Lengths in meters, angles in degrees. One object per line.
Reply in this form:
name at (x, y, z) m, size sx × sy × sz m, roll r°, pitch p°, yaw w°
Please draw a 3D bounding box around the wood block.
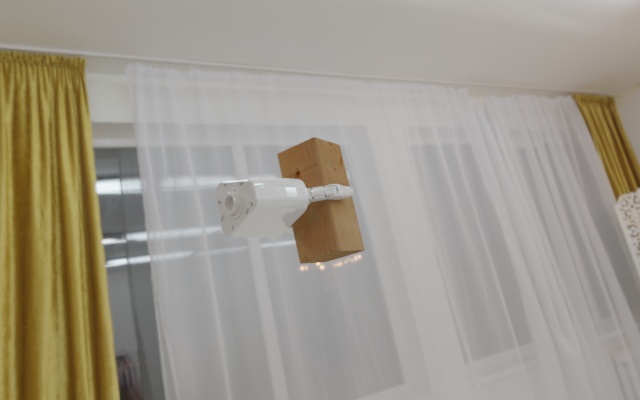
wood block at (0.000, 0.003, 0.867) m, size 0.091 × 0.206 × 0.090 m, roll -20°, pitch -15°, yaw 31°
